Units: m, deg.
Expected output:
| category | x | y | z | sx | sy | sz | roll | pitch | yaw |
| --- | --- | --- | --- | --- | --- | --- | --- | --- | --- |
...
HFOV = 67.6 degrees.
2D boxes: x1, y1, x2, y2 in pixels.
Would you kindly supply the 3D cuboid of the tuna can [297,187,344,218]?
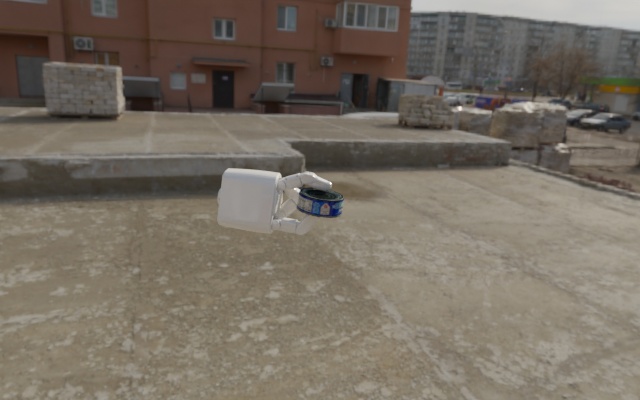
| category | x | y | z | sx | sy | sz | roll | pitch | yaw |
| --- | --- | --- | --- | --- | --- | --- | --- | --- | --- |
| tuna can | 0.000 | 0.002 | 0.886 | 0.086 | 0.034 | 0.086 | 9 | 15 | -2 |
